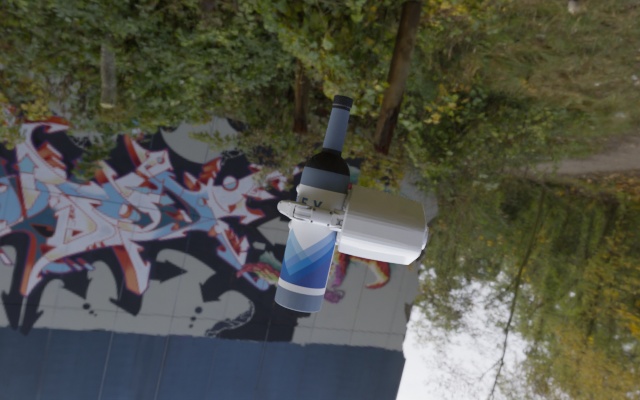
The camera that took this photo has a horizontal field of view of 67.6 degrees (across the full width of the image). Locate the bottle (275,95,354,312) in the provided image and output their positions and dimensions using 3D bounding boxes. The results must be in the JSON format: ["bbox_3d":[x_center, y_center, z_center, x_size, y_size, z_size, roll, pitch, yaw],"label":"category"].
[{"bbox_3d":[0.000,0.002,0.663,0.069,0.296,0.069,13,3,-1],"label":"bottle"}]
